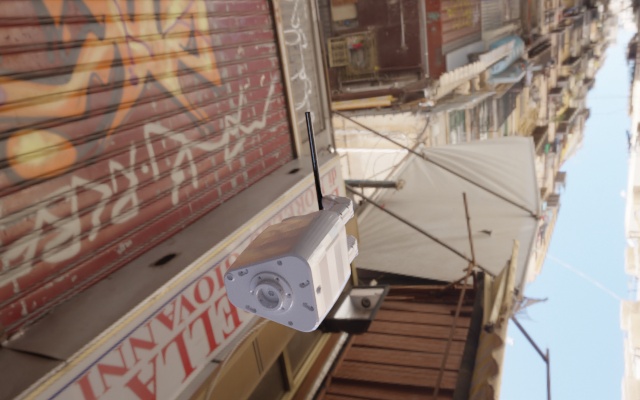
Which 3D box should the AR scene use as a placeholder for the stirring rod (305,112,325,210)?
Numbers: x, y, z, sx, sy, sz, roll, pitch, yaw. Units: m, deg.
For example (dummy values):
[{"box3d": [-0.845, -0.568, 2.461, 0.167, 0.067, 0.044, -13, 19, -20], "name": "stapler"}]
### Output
[{"box3d": [0.000, 0.002, 0.636, 0.011, 0.240, 0.011, -7, 20, 3], "name": "stirring rod"}]
